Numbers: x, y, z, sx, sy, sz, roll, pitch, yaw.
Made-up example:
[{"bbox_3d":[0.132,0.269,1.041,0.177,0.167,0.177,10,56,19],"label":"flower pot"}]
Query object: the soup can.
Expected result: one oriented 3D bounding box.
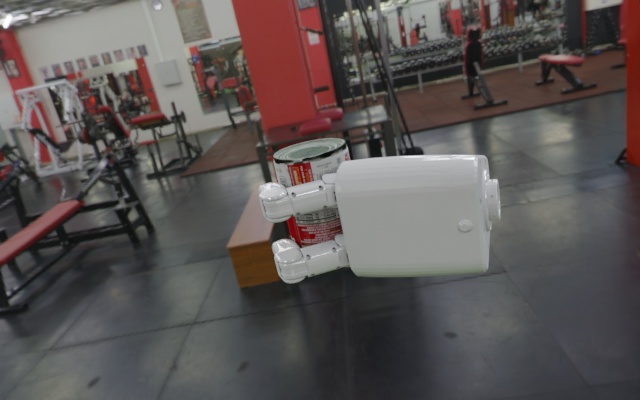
[{"bbox_3d":[0.000,0.001,0.433,0.068,0.102,0.068,-11,19,4],"label":"soup can"}]
